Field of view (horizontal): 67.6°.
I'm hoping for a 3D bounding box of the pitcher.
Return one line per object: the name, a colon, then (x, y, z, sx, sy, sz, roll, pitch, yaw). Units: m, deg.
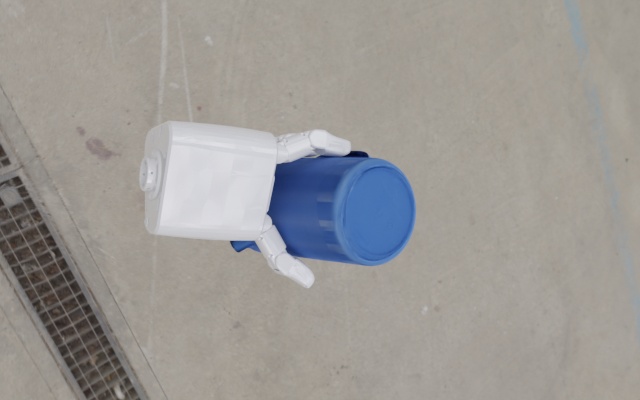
pitcher: (0.000, 0.002, 0.570, 0.145, 0.149, 0.243, 7, -3, -33)
